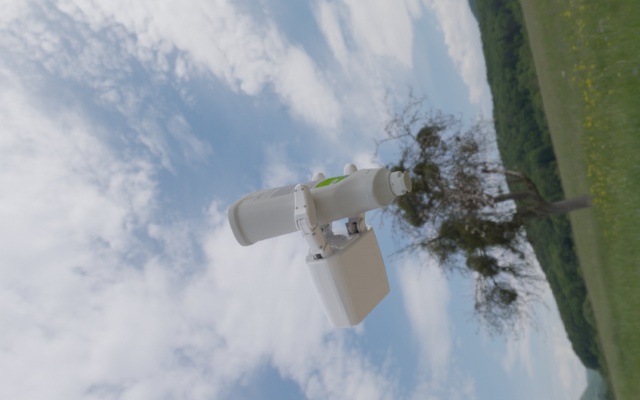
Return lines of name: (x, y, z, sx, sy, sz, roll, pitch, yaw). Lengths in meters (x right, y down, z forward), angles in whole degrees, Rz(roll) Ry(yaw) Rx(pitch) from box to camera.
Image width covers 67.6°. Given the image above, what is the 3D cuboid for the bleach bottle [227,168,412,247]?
bleach bottle: (0.000, 0.002, 0.662, 0.251, 0.068, 0.102, -12, 16, 27)
